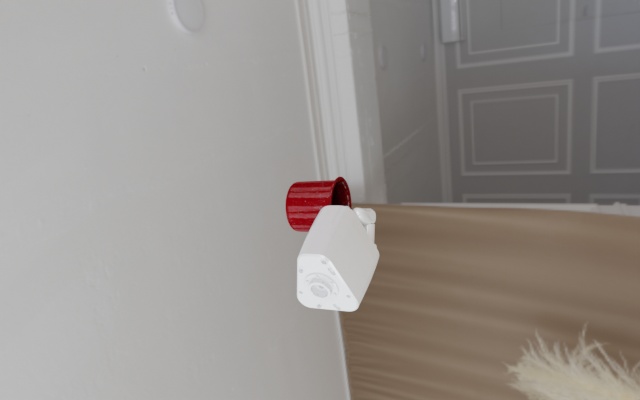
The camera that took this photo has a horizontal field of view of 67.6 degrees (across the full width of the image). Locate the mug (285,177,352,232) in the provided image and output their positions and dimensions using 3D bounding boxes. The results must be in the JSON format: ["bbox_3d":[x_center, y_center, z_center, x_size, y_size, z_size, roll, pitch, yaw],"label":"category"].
[{"bbox_3d":[0.000,0.002,0.774,0.081,0.093,0.117,-1,35,23],"label":"mug"}]
